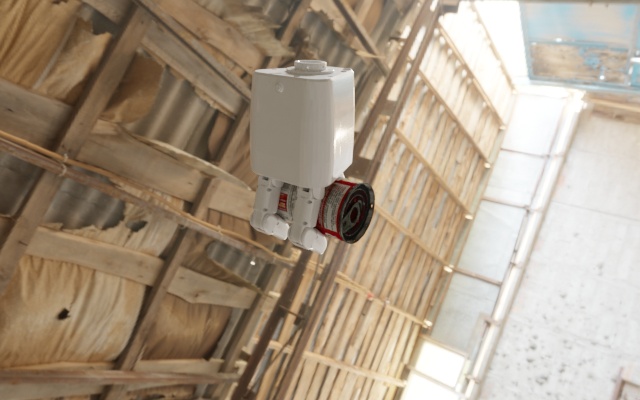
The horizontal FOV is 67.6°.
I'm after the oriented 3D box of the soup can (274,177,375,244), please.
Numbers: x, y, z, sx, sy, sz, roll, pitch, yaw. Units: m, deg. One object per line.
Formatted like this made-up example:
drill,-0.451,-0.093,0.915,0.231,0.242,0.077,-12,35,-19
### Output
soup can,0.000,0.002,0.535,0.102,0.068,0.068,17,9,32
